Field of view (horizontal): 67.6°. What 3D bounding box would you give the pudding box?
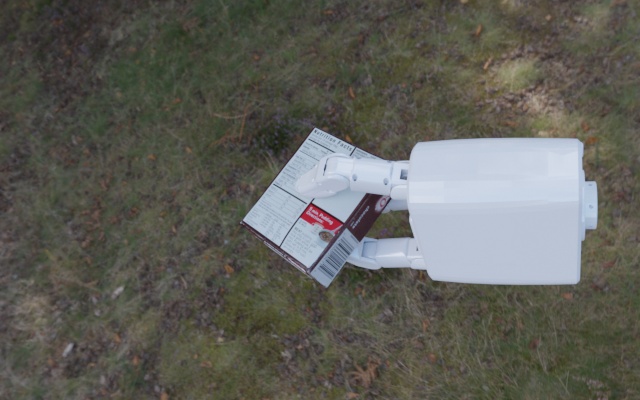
[{"bbox_3d":[0.000,0.001,0.404,0.090,0.113,0.039,31,-12,36],"label":"pudding box"}]
